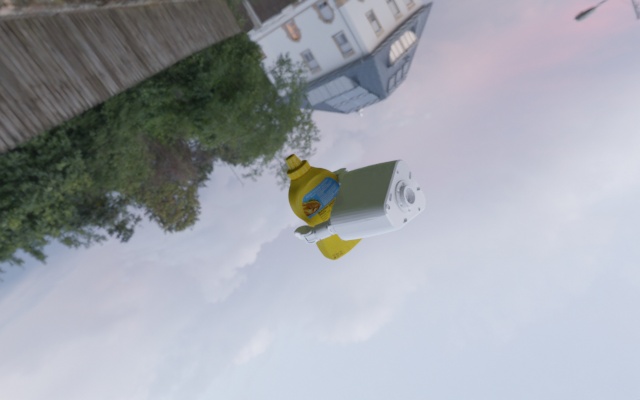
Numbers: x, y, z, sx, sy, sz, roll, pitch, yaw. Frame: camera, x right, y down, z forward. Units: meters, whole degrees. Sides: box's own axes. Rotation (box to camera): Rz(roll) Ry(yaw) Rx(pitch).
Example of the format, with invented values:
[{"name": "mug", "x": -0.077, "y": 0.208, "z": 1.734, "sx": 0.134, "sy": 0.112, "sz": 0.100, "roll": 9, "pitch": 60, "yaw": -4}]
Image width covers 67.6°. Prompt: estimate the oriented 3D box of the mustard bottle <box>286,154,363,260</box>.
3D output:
[{"name": "mustard bottle", "x": 0.000, "y": 0.003, "z": 0.816, "sx": 0.096, "sy": 0.192, "sz": 0.058, "roll": -41, "pitch": 21, "yaw": -18}]
